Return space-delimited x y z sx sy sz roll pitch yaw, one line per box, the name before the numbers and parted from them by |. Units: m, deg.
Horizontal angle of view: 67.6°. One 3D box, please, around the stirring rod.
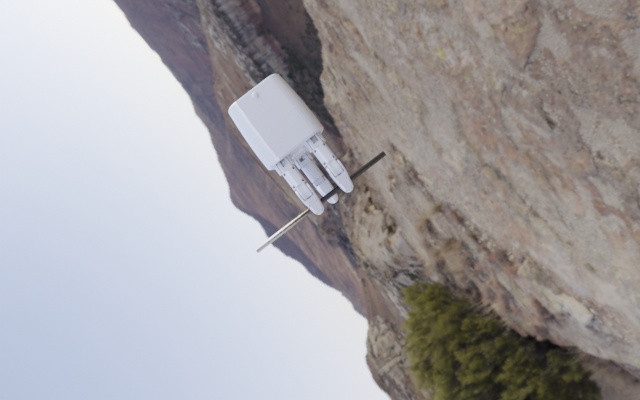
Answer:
stirring rod | 0.000 0.002 0.713 0.239 0.011 0.011 -37 0 0
